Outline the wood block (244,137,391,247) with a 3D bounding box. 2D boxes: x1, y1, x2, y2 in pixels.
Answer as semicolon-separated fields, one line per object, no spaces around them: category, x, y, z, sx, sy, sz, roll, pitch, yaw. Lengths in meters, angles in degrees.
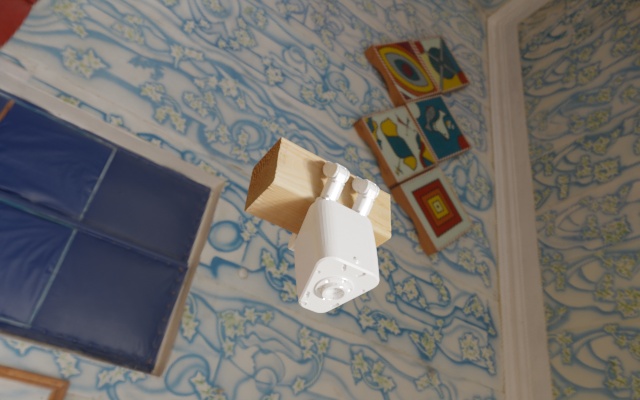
wood block;0.000;0.003;0.733;0.206;0.090;0.091;26;-44;-25
